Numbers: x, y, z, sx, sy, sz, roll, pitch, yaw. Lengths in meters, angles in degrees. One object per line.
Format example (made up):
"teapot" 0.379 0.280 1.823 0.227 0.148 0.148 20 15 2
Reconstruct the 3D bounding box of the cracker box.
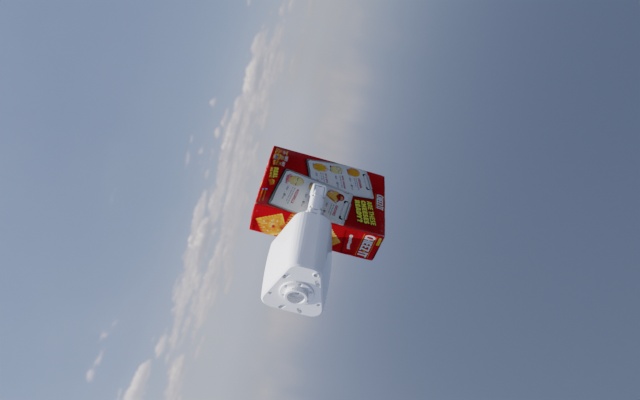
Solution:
"cracker box" 0.000 0.003 0.827 0.214 0.072 0.164 15 40 -6
